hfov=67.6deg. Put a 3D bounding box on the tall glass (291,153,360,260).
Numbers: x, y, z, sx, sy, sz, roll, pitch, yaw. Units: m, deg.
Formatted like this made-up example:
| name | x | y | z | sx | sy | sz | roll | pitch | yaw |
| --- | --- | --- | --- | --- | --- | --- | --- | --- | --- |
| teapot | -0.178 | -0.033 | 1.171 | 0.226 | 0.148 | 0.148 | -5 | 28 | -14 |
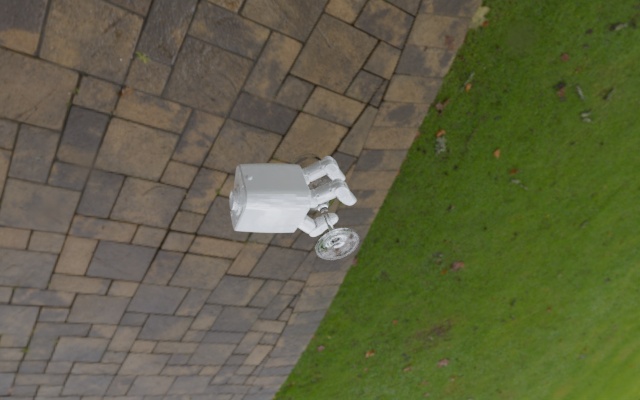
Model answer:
| name | x | y | z | sx | sy | sz | roll | pitch | yaw |
| --- | --- | --- | --- | --- | --- | --- | --- | --- | --- |
| tall glass | 0.000 | 0.003 | 0.828 | 0.079 | 0.079 | 0.201 | 0 | 43 | -22 |
